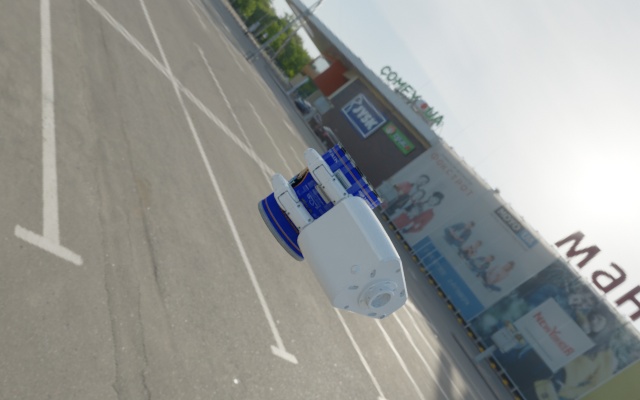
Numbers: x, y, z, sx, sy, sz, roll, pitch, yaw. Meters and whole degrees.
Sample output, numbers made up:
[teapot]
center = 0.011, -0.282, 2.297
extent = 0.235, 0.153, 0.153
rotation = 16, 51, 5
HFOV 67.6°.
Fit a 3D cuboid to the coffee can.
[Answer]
[coffee can]
center = 0.000, 0.002, 0.657
extent = 0.140, 0.103, 0.103
rotation = -37, -5, 6
